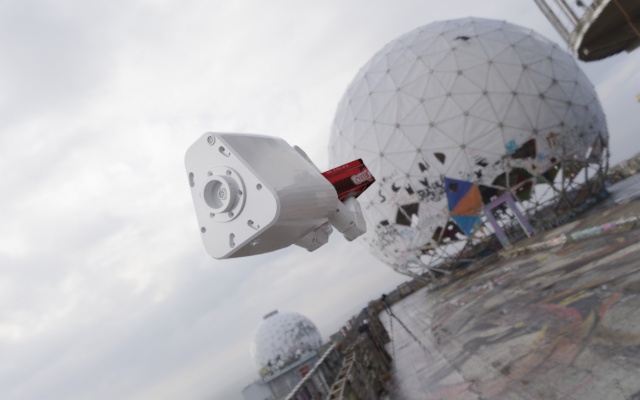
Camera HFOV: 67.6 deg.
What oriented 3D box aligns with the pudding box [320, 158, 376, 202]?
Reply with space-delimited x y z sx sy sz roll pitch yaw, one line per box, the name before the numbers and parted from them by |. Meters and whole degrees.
pudding box | 0.000 0.002 0.568 0.090 0.039 0.113 -21 -14 -36
